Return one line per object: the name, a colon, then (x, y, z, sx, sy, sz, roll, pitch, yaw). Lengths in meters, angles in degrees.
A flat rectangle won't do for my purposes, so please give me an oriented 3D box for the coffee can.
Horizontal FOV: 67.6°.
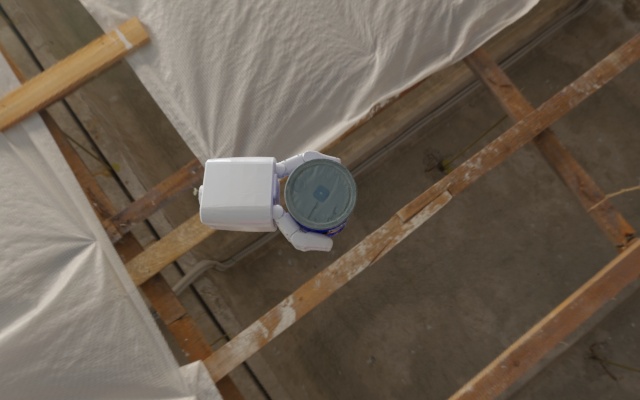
coffee can: (0.000, 0.002, 0.737, 0.103, 0.102, 0.140, 0, -11, -1)
